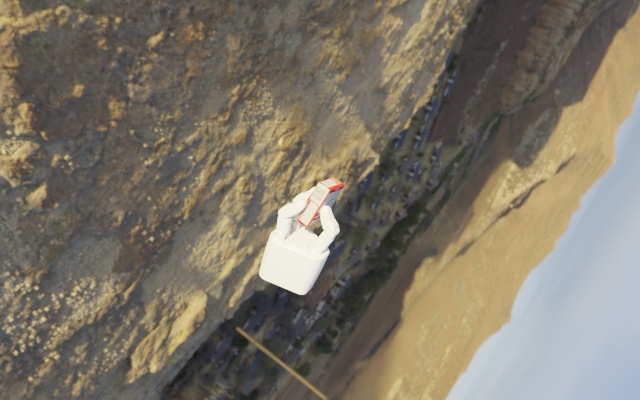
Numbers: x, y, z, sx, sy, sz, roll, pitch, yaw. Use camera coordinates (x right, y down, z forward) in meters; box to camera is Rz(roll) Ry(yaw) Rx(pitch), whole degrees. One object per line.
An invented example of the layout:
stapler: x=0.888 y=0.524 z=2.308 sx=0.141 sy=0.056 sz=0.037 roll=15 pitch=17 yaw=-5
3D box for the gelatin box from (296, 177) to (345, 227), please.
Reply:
gelatin box: x=0.001 y=0.003 z=0.889 sx=0.030 sy=0.089 sz=0.073 roll=37 pitch=22 yaw=15
